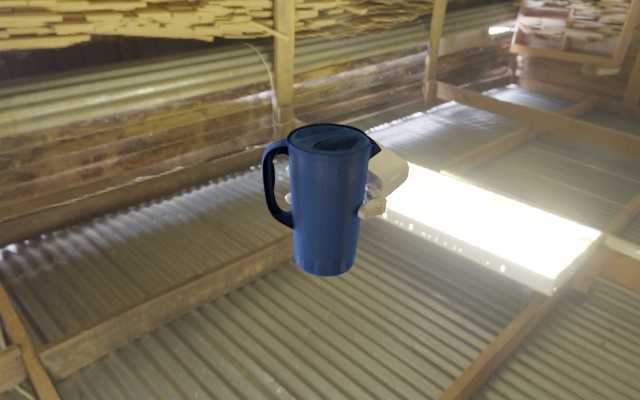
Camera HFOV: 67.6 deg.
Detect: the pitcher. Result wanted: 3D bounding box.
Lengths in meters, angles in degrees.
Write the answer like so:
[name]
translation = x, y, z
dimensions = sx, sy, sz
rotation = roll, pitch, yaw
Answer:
[pitcher]
translation = 0.000, 0.003, 0.794
dimensions = 0.149, 0.243, 0.145
rotation = 22, 34, 32
